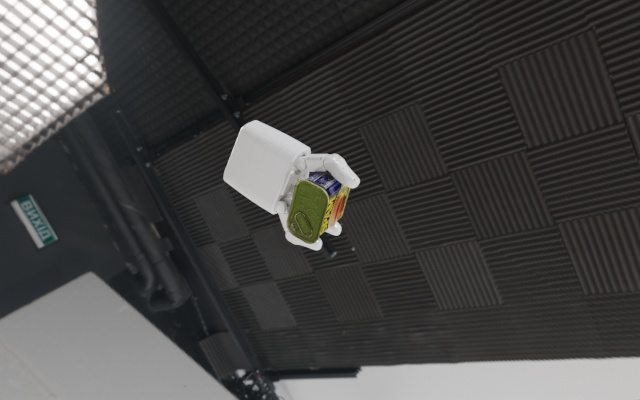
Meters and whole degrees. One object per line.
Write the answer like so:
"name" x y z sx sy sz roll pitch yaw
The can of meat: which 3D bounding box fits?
"can of meat" 0.000 0.002 0.728 0.057 0.102 0.084 28 35 18
